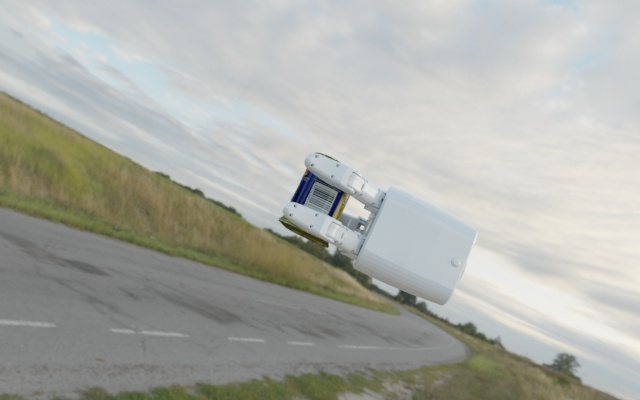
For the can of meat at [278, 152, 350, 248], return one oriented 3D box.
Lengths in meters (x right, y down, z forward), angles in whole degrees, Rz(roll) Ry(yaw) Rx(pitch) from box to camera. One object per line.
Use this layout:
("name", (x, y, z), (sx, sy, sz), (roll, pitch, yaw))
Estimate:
("can of meat", (0.000, 0.001, 0.539), (0.057, 0.084, 0.102), (25, -8, 7))
